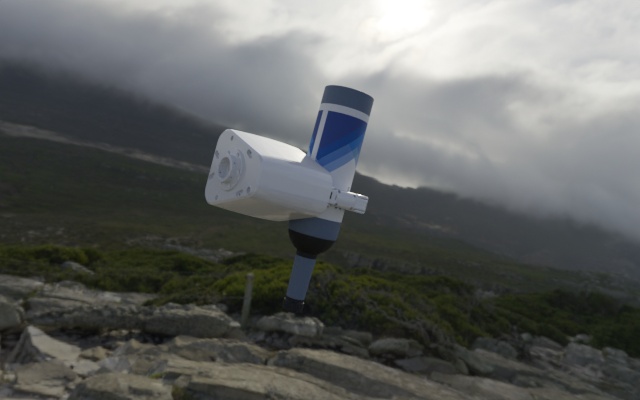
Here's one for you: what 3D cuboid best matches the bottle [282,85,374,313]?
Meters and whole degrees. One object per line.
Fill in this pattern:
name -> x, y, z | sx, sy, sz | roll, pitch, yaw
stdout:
bottle -> 0.000, 0.002, 0.627 | 0.069, 0.295, 0.069 | 15, 1, 0
